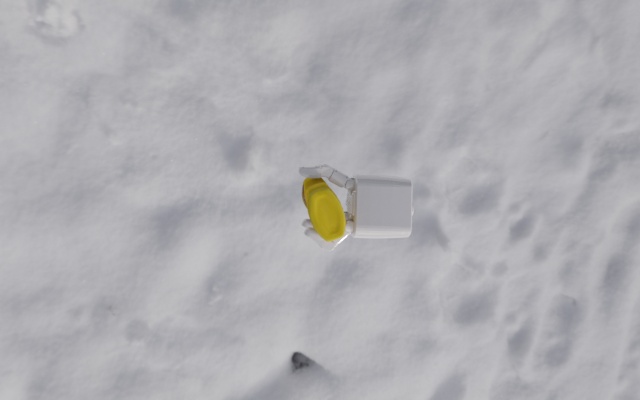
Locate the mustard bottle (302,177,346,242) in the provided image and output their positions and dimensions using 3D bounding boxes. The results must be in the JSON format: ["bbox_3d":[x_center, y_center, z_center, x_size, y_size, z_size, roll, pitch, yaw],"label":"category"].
[{"bbox_3d":[0.000,0.003,0.871,0.058,0.096,0.191,-22,15,-1],"label":"mustard bottle"}]
